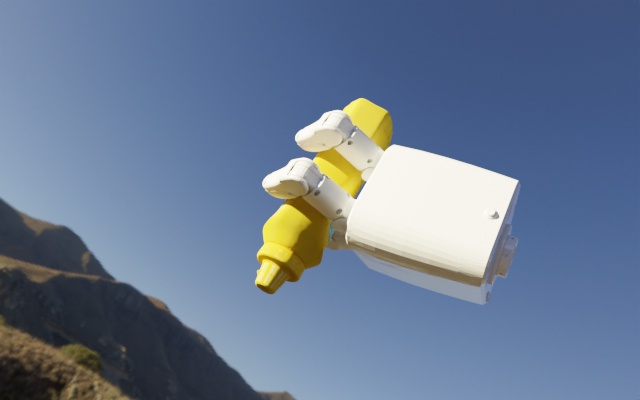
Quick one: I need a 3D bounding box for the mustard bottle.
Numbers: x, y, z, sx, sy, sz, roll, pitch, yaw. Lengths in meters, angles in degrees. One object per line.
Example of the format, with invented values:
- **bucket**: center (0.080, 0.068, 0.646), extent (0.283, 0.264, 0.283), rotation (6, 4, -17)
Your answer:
- **mustard bottle**: center (0.000, 0.001, 0.434), extent (0.058, 0.191, 0.096), rotation (30, -28, 3)
